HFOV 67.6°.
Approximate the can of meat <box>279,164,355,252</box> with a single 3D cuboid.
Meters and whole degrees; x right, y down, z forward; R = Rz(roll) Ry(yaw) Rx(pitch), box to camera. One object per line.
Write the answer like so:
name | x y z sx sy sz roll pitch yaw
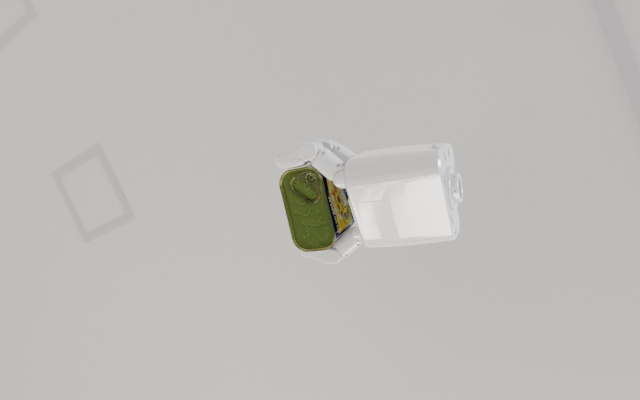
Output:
can of meat | 0.000 0.002 0.597 0.057 0.102 0.084 -9 10 26
